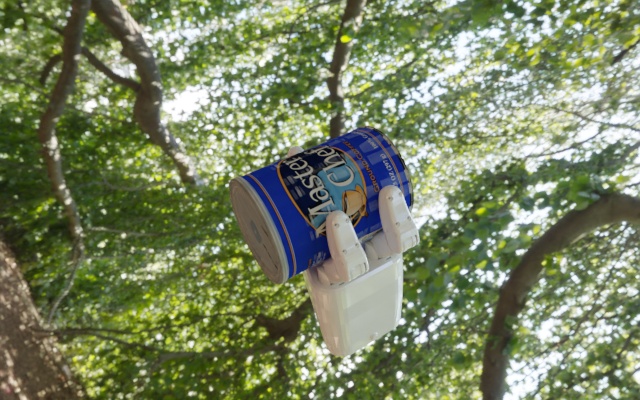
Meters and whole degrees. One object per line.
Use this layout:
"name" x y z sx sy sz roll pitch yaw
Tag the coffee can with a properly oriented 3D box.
"coffee can" 0.000 0.001 0.447 0.140 0.103 0.103 -25 9 -21
